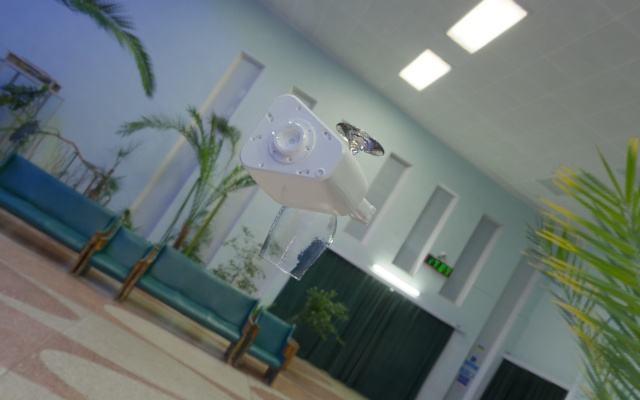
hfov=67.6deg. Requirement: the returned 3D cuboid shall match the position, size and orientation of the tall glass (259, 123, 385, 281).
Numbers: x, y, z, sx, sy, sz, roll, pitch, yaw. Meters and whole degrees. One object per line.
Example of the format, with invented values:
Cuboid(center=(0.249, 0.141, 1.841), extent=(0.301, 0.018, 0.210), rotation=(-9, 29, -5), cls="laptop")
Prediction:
Cuboid(center=(0.001, 0.002, 0.617), extent=(0.079, 0.201, 0.079), rotation=(31, -8, 5), cls="tall glass")
